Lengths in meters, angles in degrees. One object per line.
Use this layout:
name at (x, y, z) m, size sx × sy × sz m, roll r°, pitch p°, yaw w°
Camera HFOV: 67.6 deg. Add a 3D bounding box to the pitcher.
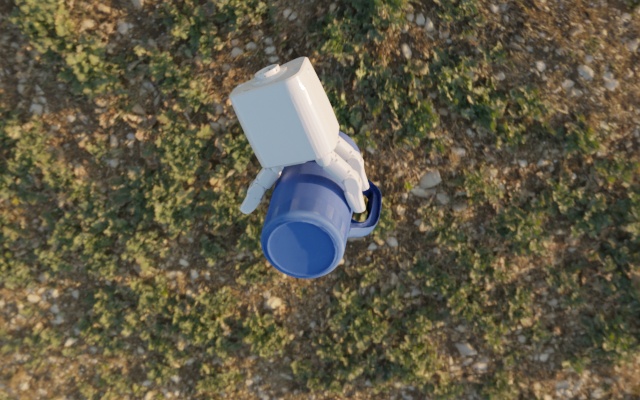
pitcher at (0.000, 0.002, 0.698) m, size 0.149 × 0.145 × 0.242 m, roll -14°, pitch 29°, yaw 16°
